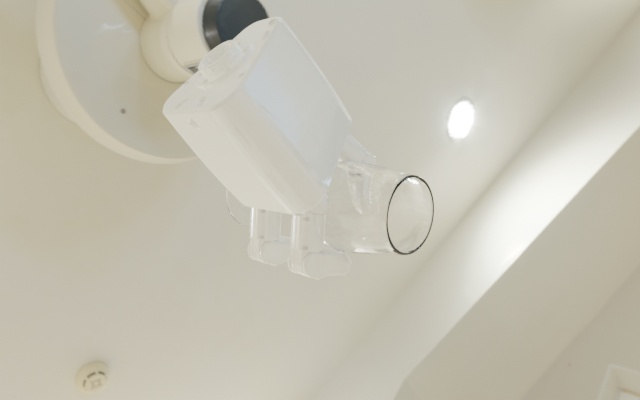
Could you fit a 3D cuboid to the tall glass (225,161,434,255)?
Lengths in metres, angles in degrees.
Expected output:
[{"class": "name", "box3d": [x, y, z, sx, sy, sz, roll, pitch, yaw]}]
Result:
[{"class": "tall glass", "box3d": [0.000, 0.001, 0.433, 0.079, 0.079, 0.201, 0, 6, -45]}]
